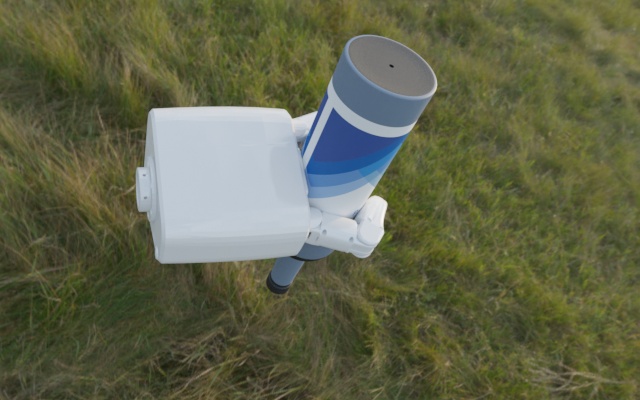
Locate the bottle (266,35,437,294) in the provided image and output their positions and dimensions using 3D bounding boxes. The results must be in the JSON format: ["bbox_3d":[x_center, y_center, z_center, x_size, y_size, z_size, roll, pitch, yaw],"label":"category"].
[{"bbox_3d":[0.000,0.001,0.419,0.069,0.069,0.296,0,-38,-24],"label":"bottle"}]
